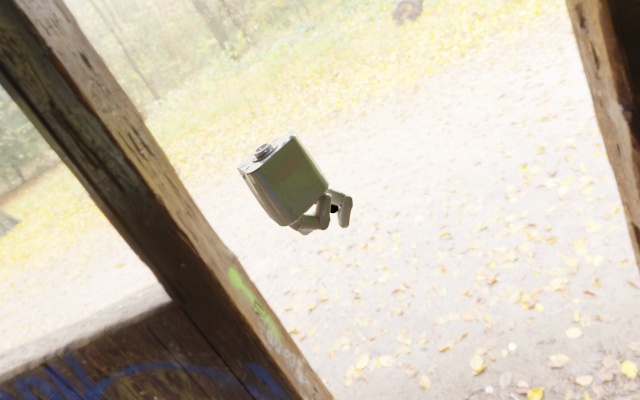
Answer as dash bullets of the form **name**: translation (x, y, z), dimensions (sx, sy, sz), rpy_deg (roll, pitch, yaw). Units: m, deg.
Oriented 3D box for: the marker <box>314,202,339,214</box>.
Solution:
- **marker**: translation (0.000, 0.003, 0.858), dimensions (0.020, 0.020, 0.121), rpy_deg (0, 12, -24)
